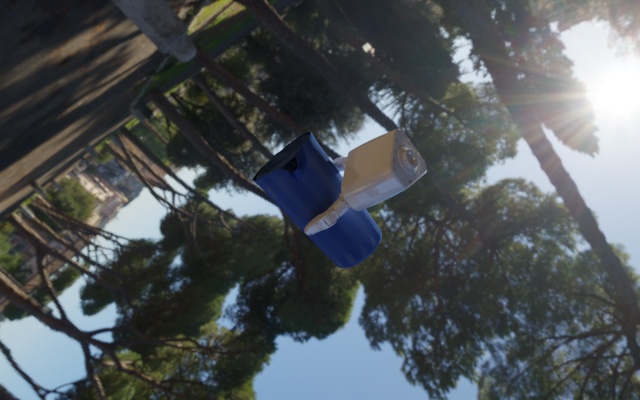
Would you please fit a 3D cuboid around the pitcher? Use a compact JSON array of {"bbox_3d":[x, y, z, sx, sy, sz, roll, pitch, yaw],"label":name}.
[{"bbox_3d":[0.000,0.003,0.883,0.145,0.243,0.149,-26,21,40],"label":"pitcher"}]
